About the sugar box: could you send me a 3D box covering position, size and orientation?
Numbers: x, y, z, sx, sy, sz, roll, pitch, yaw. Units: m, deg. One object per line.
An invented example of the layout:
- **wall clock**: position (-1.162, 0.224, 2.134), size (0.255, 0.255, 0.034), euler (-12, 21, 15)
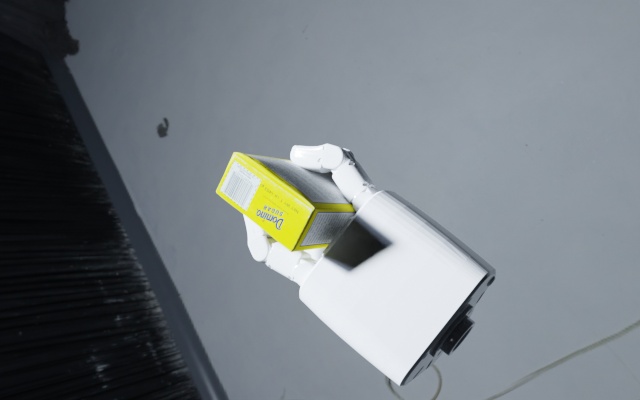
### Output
- **sugar box**: position (0.000, 0.002, 0.440), size (0.093, 0.048, 0.176), euler (36, 14, 28)
